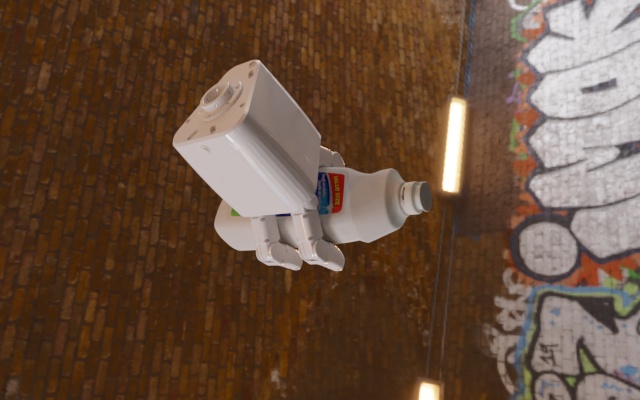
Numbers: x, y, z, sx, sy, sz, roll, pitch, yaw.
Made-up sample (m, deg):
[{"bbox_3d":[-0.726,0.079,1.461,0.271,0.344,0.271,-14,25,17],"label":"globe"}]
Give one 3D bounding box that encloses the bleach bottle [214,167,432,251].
[{"bbox_3d":[0.000,0.002,0.521,0.251,0.102,0.068,-7,-43,36],"label":"bleach bottle"}]
